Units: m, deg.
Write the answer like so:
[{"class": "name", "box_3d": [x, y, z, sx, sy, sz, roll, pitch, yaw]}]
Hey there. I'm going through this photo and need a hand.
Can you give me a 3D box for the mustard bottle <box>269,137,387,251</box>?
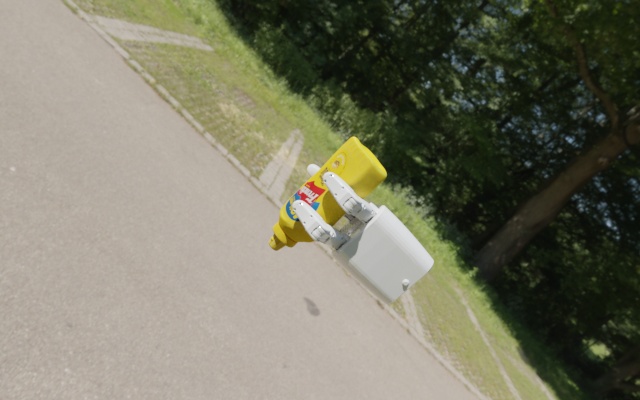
[{"class": "mustard bottle", "box_3d": [0.000, 0.002, 0.663, 0.058, 0.191, 0.096, 39, 14, -31]}]
